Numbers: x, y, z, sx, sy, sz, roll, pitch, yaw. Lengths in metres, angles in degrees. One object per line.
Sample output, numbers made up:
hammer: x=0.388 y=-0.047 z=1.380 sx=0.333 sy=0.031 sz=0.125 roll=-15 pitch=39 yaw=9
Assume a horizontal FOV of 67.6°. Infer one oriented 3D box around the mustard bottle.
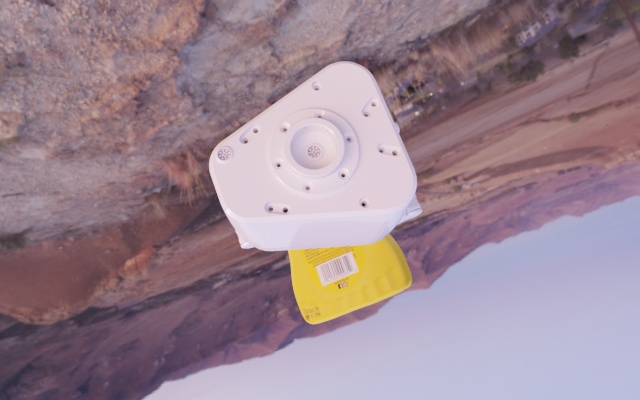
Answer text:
mustard bottle: x=0.000 y=0.002 z=0.417 sx=0.096 sy=0.191 sz=0.058 roll=-25 pitch=-12 yaw=18
